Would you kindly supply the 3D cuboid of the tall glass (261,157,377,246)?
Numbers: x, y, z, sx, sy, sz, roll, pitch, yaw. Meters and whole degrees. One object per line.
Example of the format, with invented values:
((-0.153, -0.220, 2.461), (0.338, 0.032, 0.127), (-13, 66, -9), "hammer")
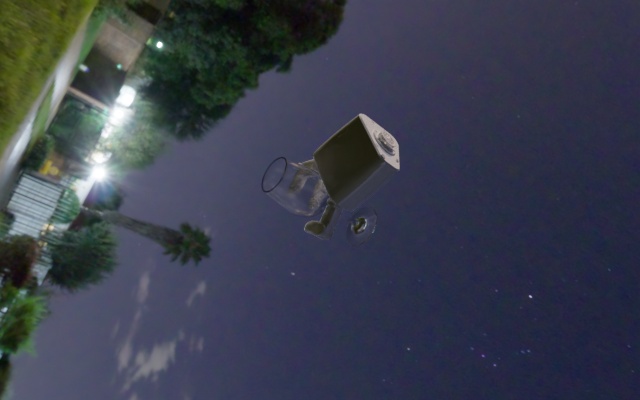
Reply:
((0.001, 0.003, 0.789), (0.201, 0.079, 0.079), (30, -17, -32), "tall glass")
